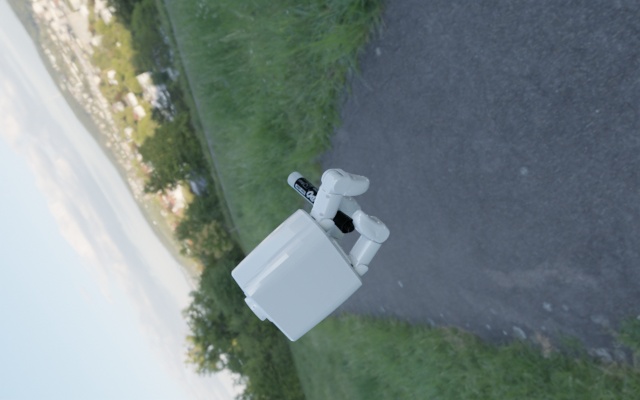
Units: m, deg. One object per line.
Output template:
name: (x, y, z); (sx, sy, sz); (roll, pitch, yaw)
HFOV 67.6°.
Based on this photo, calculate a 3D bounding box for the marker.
marker: (0.000, 0.002, 0.552); (0.020, 0.020, 0.121); (0, 29, -39)
